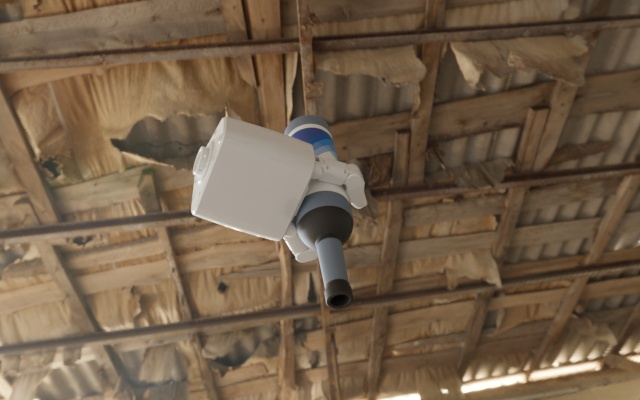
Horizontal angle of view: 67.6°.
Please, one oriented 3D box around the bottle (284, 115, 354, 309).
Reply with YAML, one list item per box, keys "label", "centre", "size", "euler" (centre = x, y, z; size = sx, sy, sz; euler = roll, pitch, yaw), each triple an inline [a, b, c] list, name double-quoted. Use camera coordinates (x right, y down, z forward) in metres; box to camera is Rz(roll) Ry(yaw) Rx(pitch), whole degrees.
- label: "bottle"
  centre: [0.000, 0.002, 0.574]
  size: [0.069, 0.069, 0.295]
  euler: [0, 41, -10]
